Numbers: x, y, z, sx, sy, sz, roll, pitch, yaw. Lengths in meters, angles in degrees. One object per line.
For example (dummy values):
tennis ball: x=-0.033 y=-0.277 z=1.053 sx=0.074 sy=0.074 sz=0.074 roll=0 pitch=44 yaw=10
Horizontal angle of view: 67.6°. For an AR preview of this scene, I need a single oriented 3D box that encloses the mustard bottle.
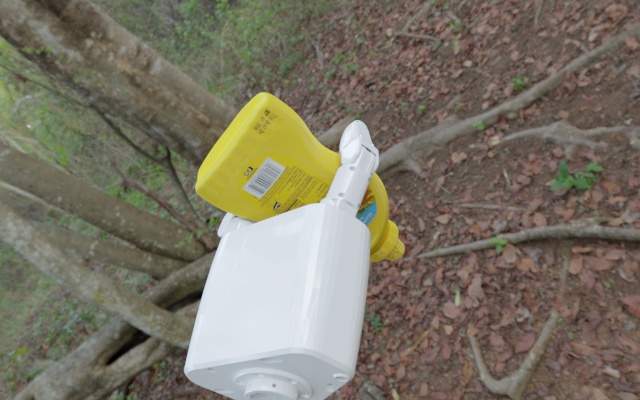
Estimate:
mustard bottle: x=0.000 y=0.001 z=0.405 sx=0.192 sy=0.096 sz=0.058 roll=33 pitch=19 yaw=-24
